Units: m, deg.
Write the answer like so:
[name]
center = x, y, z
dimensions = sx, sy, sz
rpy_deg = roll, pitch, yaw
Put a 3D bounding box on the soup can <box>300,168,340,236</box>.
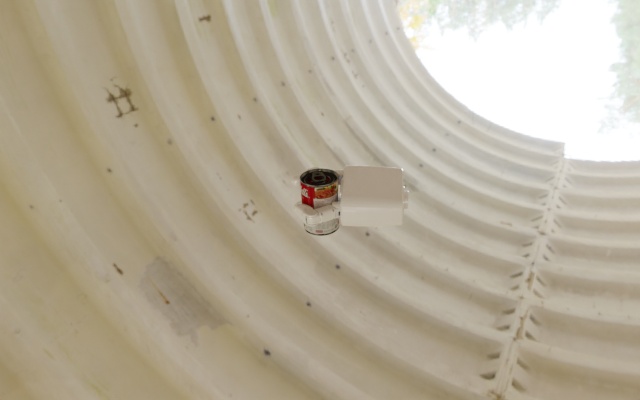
[soup can]
center = 0.000, 0.003, 0.850
dimensions = 0.068, 0.102, 0.068
rpy_deg = -2, 30, 1
